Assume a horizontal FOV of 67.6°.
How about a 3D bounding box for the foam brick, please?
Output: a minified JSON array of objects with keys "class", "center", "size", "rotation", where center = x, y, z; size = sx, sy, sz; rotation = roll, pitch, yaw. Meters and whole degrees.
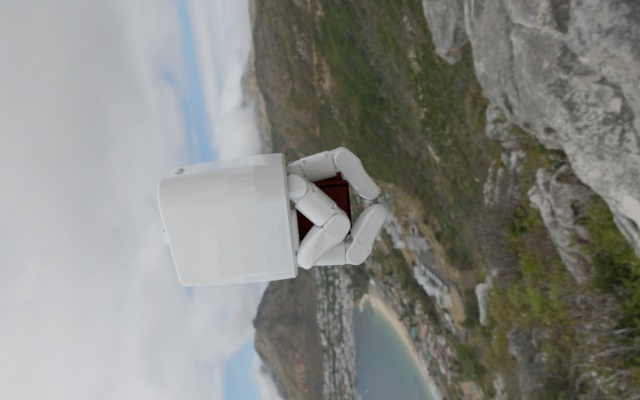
[{"class":"foam brick","center":[0.000,0.002,0.480],"size":[0.051,0.053,0.078],"rotation":[-7,13,-3]}]
